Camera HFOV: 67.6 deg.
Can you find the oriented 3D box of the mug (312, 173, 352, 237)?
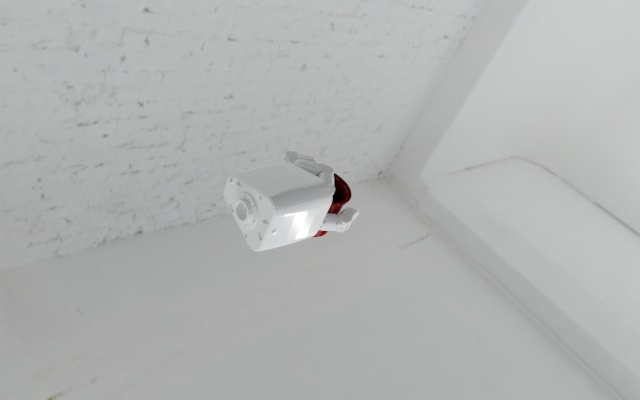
[{"bbox_3d":[0.001,0.002,0.778,0.117,0.081,0.093,-12,50,-43],"label":"mug"}]
